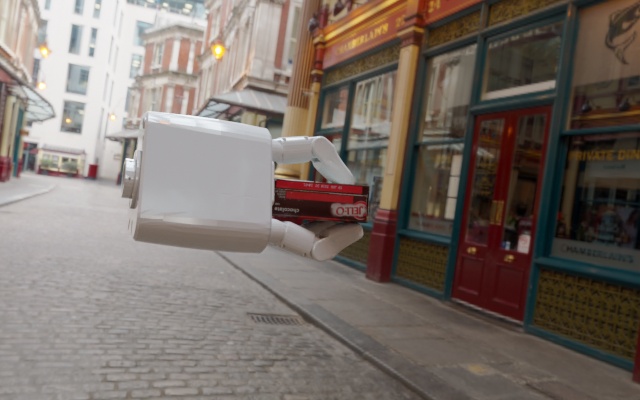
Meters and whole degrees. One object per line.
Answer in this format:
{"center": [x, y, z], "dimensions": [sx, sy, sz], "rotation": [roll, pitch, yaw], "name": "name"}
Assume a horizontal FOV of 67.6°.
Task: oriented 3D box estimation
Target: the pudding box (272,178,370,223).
{"center": [0.000, 0.001, 0.473], "dimensions": [0.090, 0.039, 0.113], "rotation": [5, 1, 2], "name": "pudding box"}
